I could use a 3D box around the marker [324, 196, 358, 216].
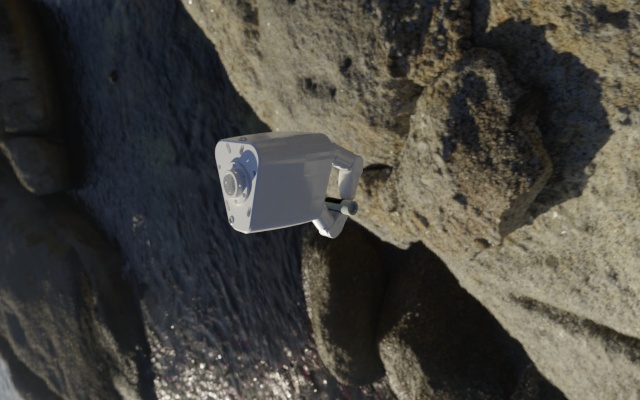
[{"bbox_3d":[0.000,0.002,0.637,0.020,0.020,0.121,0,7,-43],"label":"marker"}]
